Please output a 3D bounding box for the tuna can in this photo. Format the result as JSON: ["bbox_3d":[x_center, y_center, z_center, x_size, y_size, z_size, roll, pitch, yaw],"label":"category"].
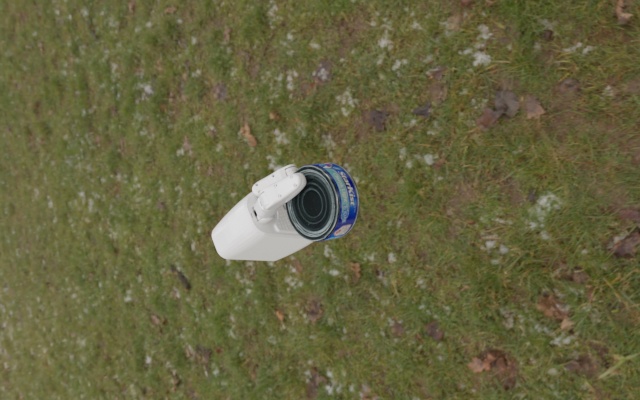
[{"bbox_3d":[0.000,0.002,0.525,0.086,0.086,0.034,0,5,45],"label":"tuna can"}]
